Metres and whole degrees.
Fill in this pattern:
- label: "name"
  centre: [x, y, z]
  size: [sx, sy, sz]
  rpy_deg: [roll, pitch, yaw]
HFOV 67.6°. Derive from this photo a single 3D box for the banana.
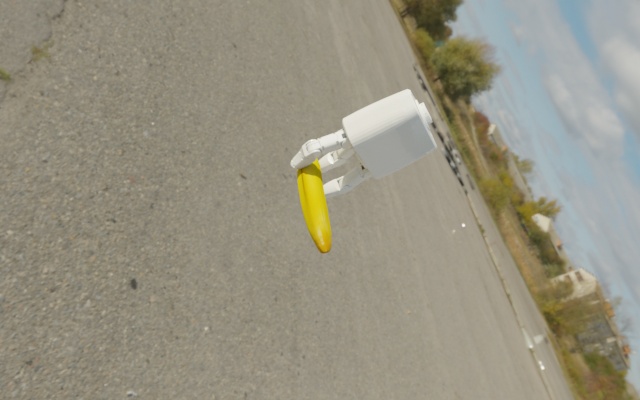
- label: "banana"
  centre: [-0.009, -0.011, 0.729]
  size: [0.037, 0.197, 0.070]
  rpy_deg: [-23, -48, 15]
